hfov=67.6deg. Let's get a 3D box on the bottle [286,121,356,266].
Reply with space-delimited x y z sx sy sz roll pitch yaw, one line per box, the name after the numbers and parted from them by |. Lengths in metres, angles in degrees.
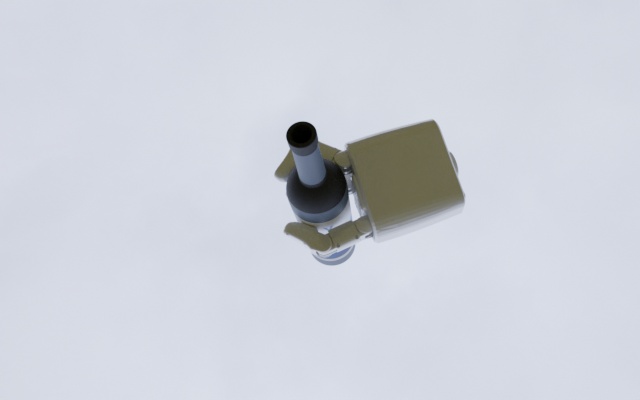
0.000 0.002 0.547 0.069 0.069 0.296 0 -24 7 | bottle
